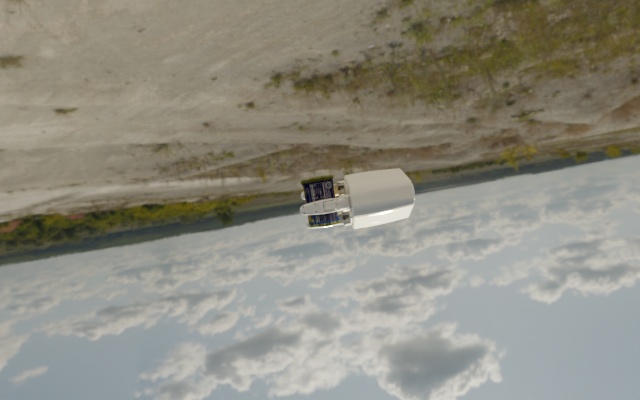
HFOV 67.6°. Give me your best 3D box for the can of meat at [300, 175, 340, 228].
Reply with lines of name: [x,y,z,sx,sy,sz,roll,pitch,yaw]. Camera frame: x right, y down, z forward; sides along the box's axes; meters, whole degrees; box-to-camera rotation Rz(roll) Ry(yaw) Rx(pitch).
can of meat: [0.000,0.003,0.838,0.057,0.084,0.102,-10,-1,-2]
